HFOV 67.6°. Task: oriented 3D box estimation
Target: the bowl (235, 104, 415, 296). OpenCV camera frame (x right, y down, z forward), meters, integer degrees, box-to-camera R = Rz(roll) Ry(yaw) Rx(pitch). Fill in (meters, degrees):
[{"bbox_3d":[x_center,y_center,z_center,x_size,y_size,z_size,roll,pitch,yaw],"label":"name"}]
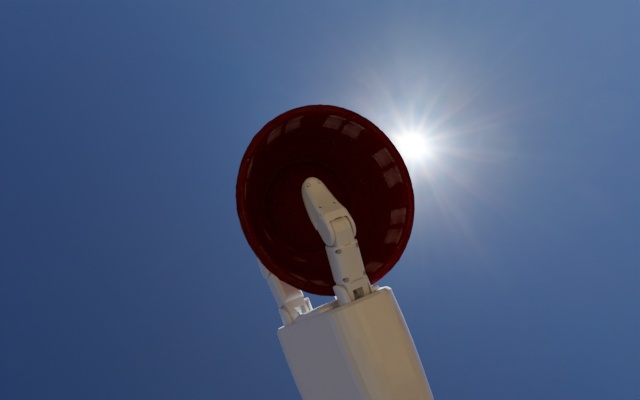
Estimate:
[{"bbox_3d":[0.000,0.000,0.420,0.162,0.162,0.055,0,-9,-23],"label":"bowl"}]
